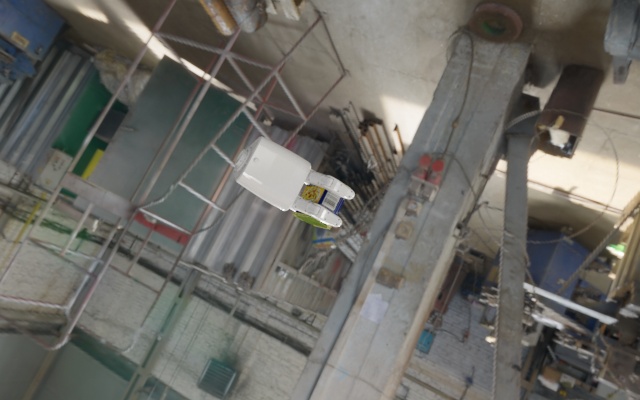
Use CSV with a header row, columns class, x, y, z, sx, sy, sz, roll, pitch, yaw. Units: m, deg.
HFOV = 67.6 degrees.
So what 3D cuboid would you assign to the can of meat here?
class,x,y,z,sx,sy,sz,roll,pitch,yaw
can of meat,0.000,0.003,0.894,0.057,0.084,0.102,32,-11,-25
